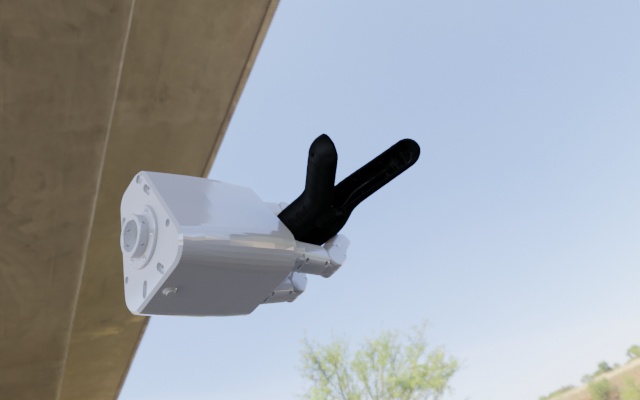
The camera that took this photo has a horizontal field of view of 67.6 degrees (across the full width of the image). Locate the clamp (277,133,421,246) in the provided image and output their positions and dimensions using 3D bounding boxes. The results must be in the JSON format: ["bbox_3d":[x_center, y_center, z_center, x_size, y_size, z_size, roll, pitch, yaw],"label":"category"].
[{"bbox_3d":[0.000,0.001,0.421,0.120,0.039,0.171,10,-48,-46],"label":"clamp"}]
